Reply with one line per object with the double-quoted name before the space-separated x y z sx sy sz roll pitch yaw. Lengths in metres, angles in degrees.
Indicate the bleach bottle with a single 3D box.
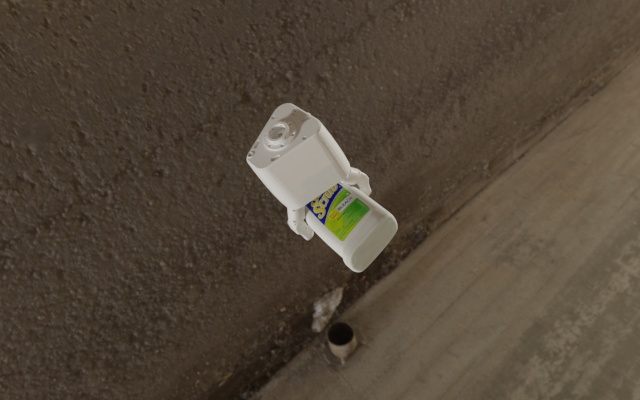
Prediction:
"bleach bottle" 0.000 0.002 0.766 0.250 0.102 0.068 37 -9 37
